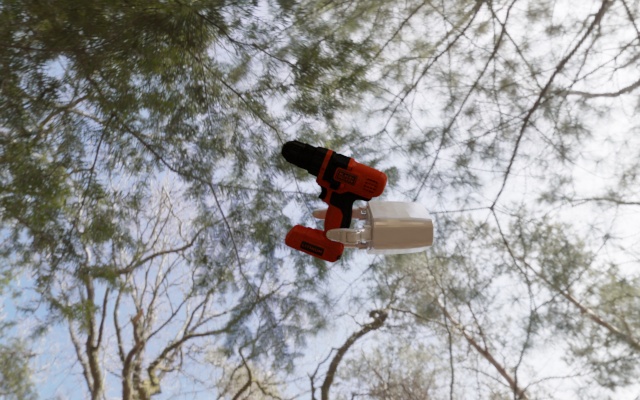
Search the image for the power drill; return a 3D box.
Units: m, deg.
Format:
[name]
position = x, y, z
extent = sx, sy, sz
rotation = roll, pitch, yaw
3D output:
[power drill]
position = 0.000, 0.003, 0.824
extent = 0.184, 0.188, 0.057
rotation = 22, 25, 3
